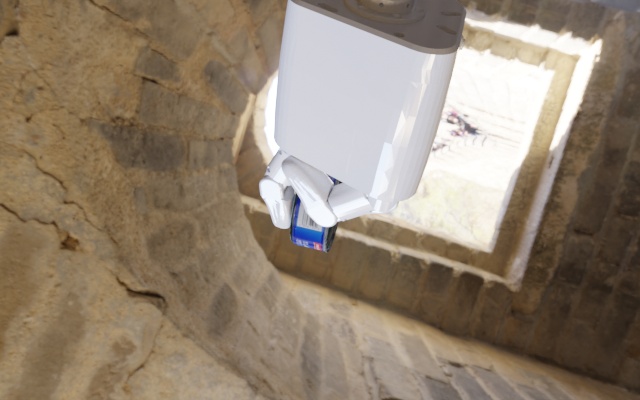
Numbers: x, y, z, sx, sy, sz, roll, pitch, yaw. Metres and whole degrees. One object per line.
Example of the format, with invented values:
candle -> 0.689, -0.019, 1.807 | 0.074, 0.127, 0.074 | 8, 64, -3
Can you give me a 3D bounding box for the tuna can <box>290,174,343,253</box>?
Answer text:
tuna can -> 0.000, 0.001, 0.430 | 0.034, 0.086, 0.086 | 13, 2, 8
